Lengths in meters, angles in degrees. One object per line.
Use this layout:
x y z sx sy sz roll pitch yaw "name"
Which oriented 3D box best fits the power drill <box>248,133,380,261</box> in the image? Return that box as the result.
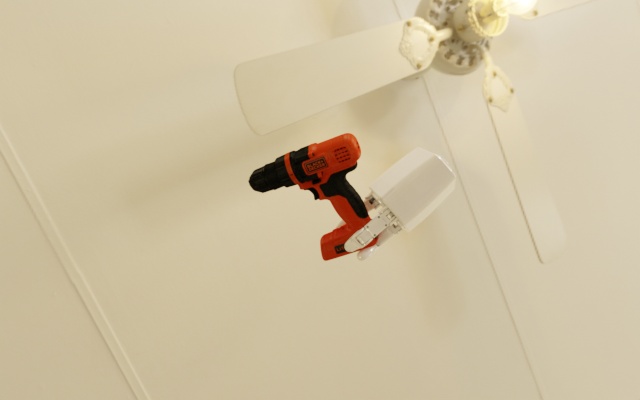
0.001 0.003 0.756 0.184 0.188 0.057 -19 24 18 "power drill"
